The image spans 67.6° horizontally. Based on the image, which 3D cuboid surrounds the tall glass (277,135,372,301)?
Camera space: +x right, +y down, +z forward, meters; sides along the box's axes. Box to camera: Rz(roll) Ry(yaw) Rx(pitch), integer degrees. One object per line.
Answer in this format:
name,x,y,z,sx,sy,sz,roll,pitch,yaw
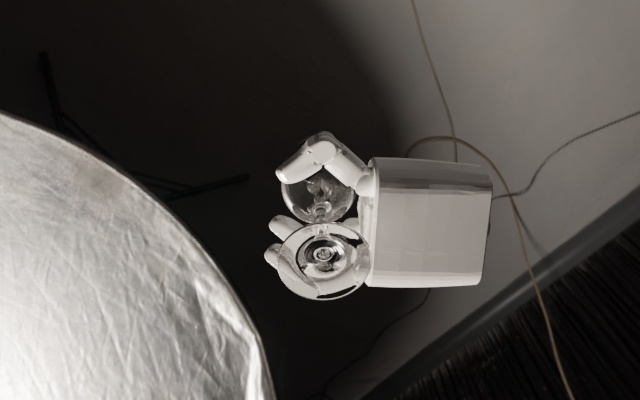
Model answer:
tall glass,0.000,0.002,0.456,0.079,0.079,0.201,0,28,-3
